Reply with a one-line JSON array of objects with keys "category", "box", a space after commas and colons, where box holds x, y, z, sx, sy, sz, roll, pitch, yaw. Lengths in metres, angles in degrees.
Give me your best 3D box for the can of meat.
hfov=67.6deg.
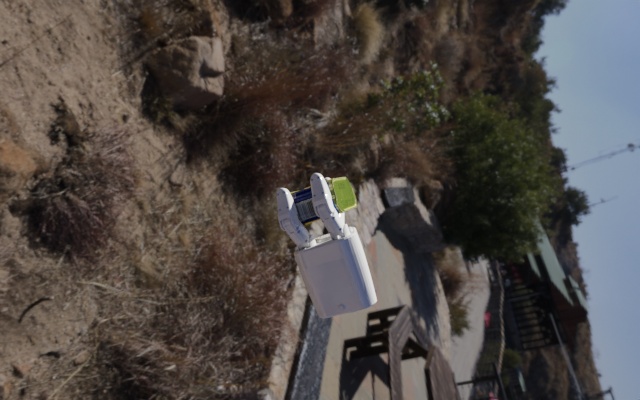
[{"category": "can of meat", "box": [0.000, 0.002, 0.720, 0.084, 0.057, 0.102, -18, -1, 20]}]
